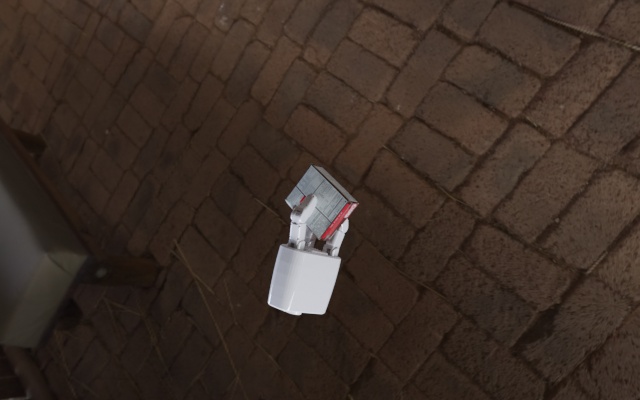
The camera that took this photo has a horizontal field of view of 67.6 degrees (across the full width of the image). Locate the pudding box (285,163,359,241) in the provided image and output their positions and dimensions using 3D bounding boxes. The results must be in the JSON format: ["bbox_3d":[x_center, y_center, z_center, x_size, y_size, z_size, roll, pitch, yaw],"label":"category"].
[{"bbox_3d":[0.000,0.003,0.847,0.113,0.090,0.039,46,17,29],"label":"pudding box"}]
